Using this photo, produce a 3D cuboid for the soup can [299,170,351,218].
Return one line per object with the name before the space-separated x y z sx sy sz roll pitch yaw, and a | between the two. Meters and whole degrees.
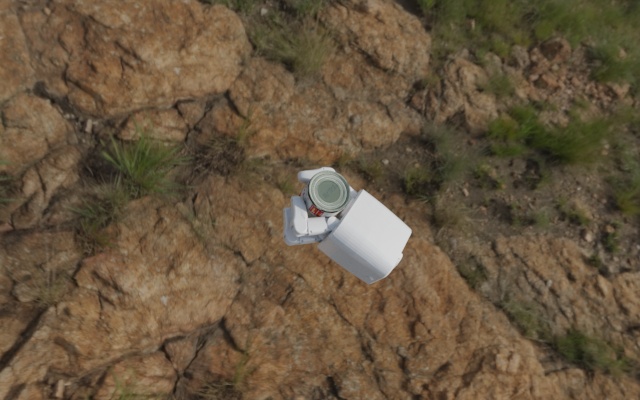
soup can | 0.000 0.002 0.744 0.068 0.068 0.102 0 -19 -17
